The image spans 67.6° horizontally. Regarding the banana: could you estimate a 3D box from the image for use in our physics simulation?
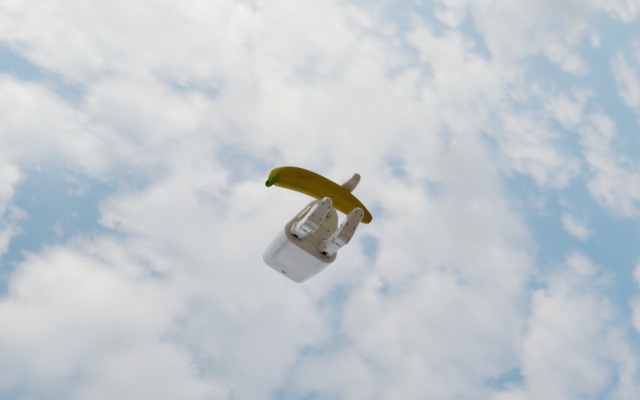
[{"bbox_3d":[-0.005,-0.013,0.739,0.198,0.069,0.037,19,-48,-30],"label":"banana"}]
